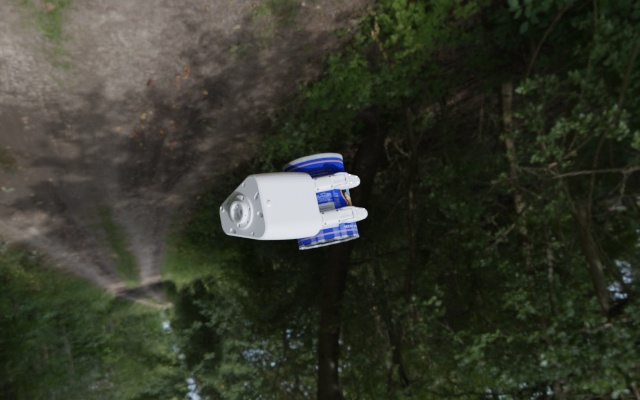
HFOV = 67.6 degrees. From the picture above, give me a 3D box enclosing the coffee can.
[{"bbox_3d":[0.000,0.002,0.799,0.103,0.140,0.103,-12,-8,-2],"label":"coffee can"}]
